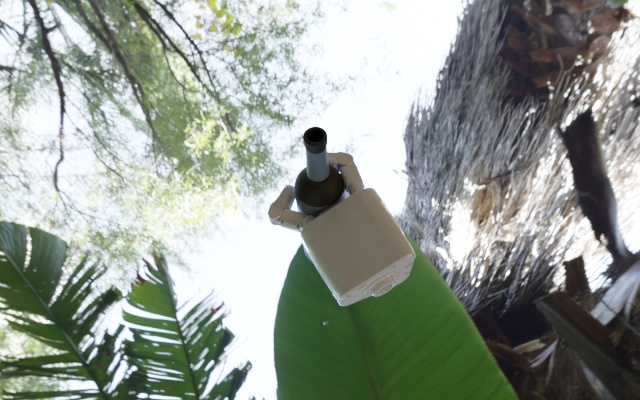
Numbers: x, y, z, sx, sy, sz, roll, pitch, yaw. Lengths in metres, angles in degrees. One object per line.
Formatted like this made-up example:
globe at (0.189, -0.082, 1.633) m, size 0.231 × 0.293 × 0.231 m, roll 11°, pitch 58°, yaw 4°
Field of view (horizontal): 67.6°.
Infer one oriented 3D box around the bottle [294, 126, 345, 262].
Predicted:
bottle at (0.000, 0.002, 0.653) m, size 0.069 × 0.069 × 0.296 m, roll 0°, pitch -30°, yaw 3°
